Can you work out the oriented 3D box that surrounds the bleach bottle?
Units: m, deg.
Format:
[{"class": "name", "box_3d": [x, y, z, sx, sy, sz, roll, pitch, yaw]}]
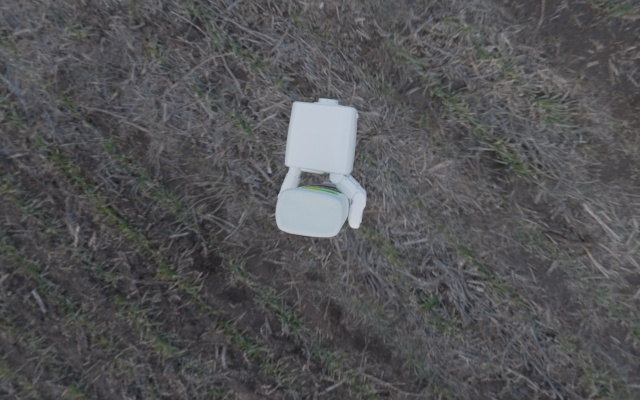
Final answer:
[{"class": "bleach bottle", "box_3d": [0.000, 0.003, 0.809, 0.102, 0.068, 0.251, 9, 9, 6]}]
